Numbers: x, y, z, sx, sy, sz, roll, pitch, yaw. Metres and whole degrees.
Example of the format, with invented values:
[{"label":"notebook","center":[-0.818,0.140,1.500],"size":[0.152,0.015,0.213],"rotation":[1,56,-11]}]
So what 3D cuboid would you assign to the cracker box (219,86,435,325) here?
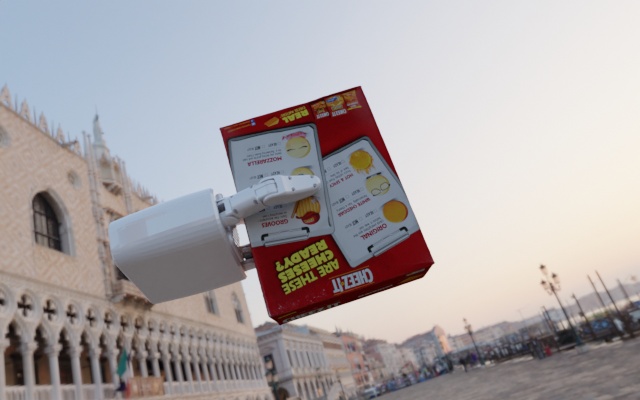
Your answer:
[{"label":"cracker box","center":[0.000,0.001,0.506],"size":[0.164,0.213,0.072],"rotation":[-17,-22,-3]}]
